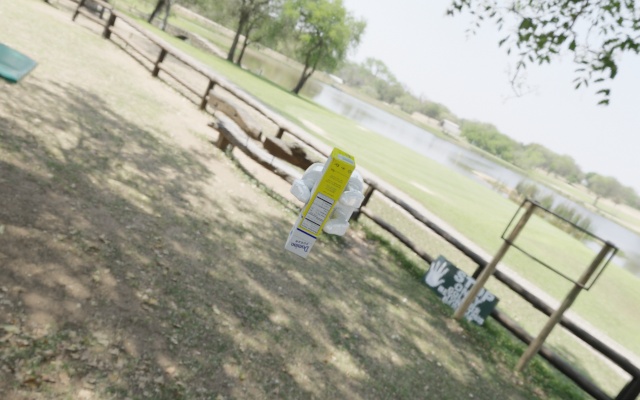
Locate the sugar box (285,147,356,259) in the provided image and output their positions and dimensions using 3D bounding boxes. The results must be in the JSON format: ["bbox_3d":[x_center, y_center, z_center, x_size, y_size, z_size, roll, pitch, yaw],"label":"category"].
[{"bbox_3d":[0.001,0.003,0.802,0.048,0.176,0.093,25,15,-4],"label":"sugar box"}]
